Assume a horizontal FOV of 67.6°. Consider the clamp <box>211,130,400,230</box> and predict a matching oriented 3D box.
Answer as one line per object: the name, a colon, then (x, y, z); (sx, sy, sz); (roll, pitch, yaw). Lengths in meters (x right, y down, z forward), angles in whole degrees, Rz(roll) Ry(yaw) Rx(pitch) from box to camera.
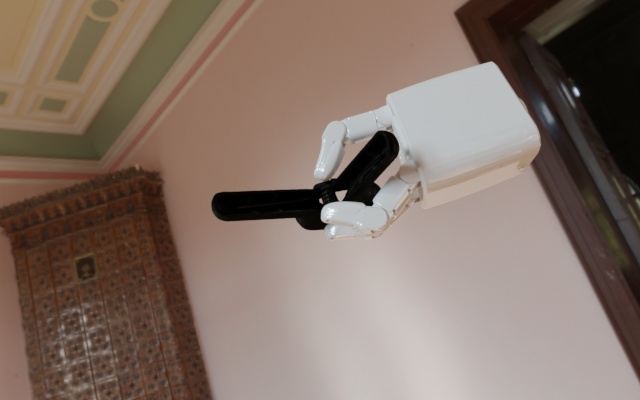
clamp: (0.000, 0.001, 0.471); (0.164, 0.036, 0.210); (-17, -17, 6)
